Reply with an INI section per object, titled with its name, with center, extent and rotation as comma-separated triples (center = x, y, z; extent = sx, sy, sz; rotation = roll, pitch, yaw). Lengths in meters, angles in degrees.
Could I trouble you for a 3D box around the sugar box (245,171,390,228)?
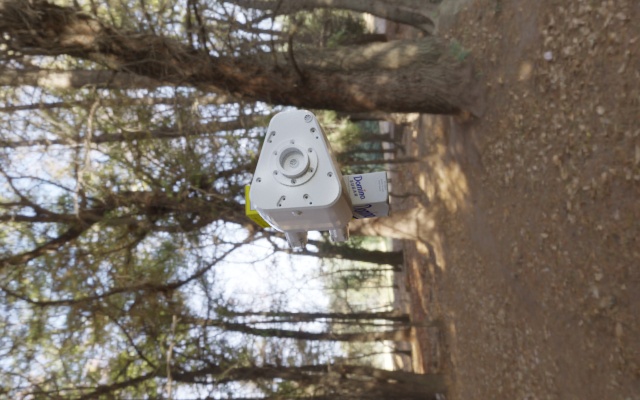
[sugar box]
center = 0.000, 0.003, 0.619
extent = 0.176, 0.048, 0.093
rotation = -3, -13, 7
